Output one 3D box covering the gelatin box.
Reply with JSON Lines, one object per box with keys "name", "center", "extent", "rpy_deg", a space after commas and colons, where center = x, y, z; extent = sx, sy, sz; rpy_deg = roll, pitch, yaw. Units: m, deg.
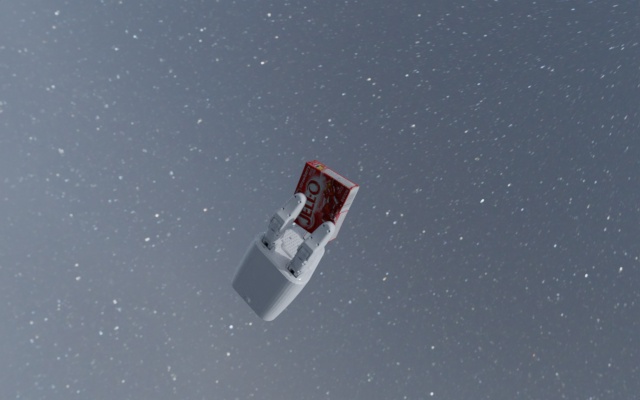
{"name": "gelatin box", "center": [0.000, 0.002, 0.639], "extent": [0.073, 0.089, 0.030], "rpy_deg": [33, 26, 20]}
